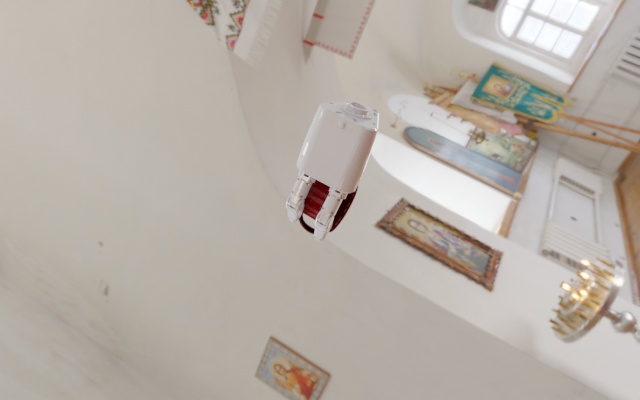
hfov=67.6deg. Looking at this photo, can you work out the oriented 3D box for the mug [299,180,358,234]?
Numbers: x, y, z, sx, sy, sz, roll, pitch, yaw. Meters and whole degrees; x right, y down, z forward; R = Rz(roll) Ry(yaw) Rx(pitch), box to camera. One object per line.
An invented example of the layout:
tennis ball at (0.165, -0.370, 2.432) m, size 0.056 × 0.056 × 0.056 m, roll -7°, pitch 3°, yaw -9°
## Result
mug at (-0.001, 0.004, 0.794) m, size 0.081 × 0.117 × 0.093 m, roll 30°, pitch 28°, yaw 14°
